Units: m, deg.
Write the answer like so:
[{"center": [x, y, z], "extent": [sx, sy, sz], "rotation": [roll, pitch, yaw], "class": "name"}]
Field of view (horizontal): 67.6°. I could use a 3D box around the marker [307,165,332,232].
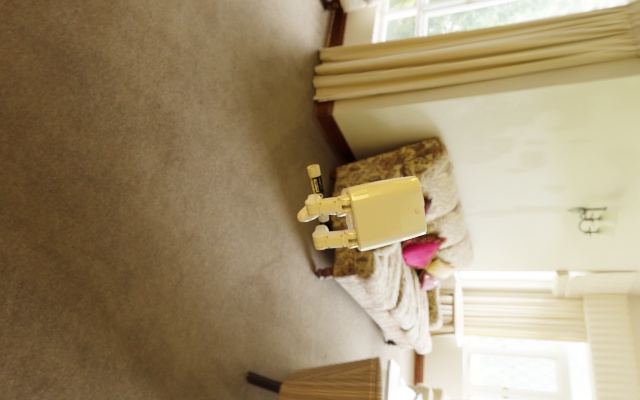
[{"center": [0.000, 0.003, 0.765], "extent": [0.020, 0.121, 0.020], "rotation": [-11, 19, 4], "class": "marker"}]
